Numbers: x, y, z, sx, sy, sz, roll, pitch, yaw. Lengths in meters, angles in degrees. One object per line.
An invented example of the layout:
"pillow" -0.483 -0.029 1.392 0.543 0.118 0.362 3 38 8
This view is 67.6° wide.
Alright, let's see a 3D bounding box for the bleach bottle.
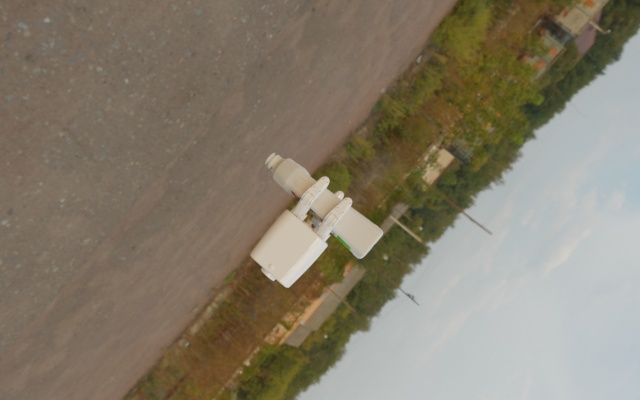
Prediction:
"bleach bottle" 0.000 0.003 0.891 0.251 0.068 0.102 40 -4 6
